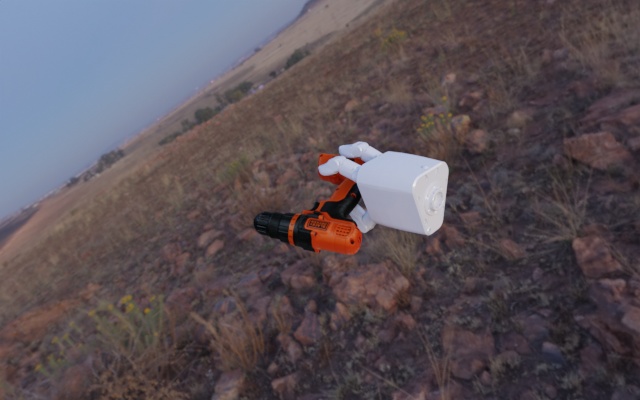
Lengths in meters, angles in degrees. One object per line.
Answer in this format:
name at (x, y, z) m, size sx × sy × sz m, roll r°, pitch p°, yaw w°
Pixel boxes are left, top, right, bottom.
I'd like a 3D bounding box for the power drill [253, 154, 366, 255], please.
power drill at (0.001, 0.002, 0.807) m, size 0.184 × 0.187 × 0.057 m, roll 11°, pitch -39°, yaw 20°
